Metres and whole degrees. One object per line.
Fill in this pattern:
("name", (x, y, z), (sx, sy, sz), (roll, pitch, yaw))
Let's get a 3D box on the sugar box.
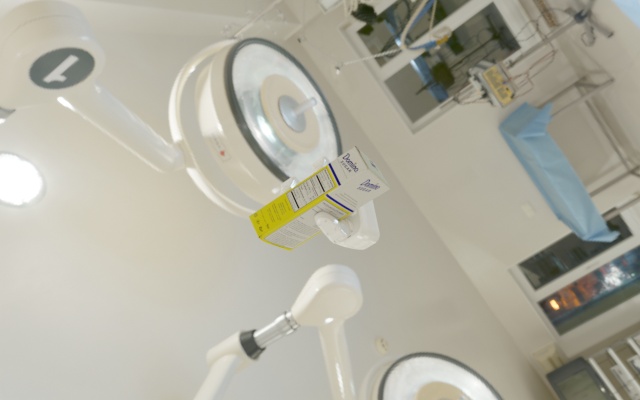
("sugar box", (0.000, 0.002, 0.654), (0.176, 0.048, 0.093), (-35, -27, 13))
